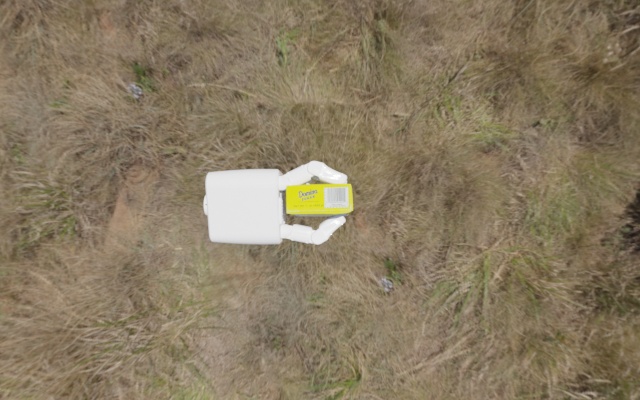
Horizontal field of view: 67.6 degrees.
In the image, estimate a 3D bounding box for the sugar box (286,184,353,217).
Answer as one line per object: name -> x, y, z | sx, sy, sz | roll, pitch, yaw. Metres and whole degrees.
sugar box -> 0.000, 0.002, 0.741 | 0.093, 0.048, 0.176 | -1, -1, 1
